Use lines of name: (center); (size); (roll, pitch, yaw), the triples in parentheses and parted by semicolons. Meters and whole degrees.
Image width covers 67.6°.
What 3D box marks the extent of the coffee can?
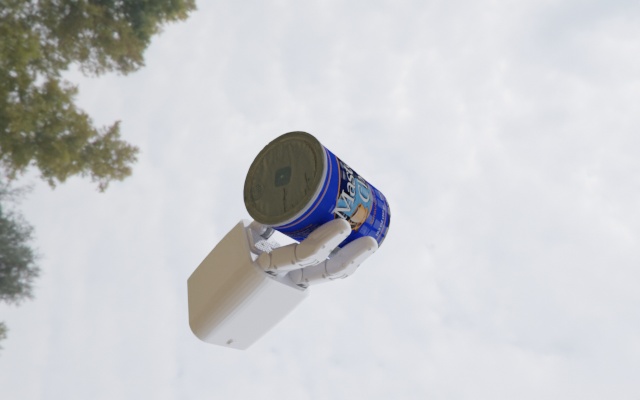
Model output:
coffee can: (0.000, 0.001, 0.524); (0.103, 0.102, 0.140); (0, -22, 37)
